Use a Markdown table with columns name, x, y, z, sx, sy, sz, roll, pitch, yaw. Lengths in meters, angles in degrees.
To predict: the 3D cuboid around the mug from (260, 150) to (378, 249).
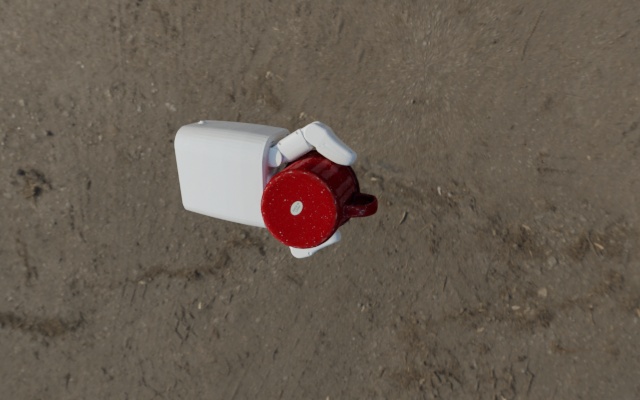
| name | x | y | z | sx | sy | sz | roll | pitch | yaw |
| --- | --- | --- | --- | --- | --- | --- | --- | --- | --- |
| mug | 0.001 | 0.002 | 0.490 | 0.117 | 0.093 | 0.081 | 9 | 17 | 12 |
